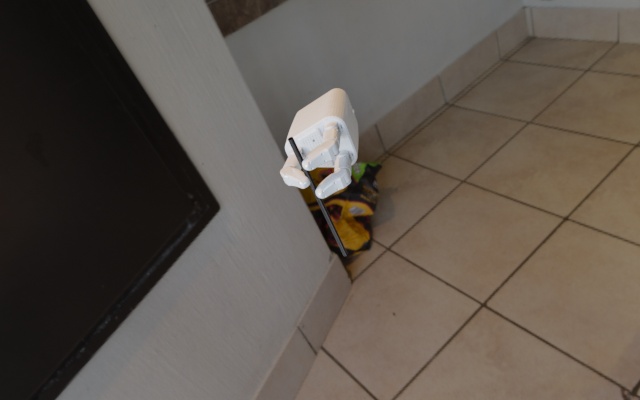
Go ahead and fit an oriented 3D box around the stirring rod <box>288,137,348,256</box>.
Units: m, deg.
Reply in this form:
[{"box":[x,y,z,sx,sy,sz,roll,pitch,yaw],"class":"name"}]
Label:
[{"box":[0.000,0.002,0.737,0.011,0.240,0.011,-16,36,12],"class":"stirring rod"}]
